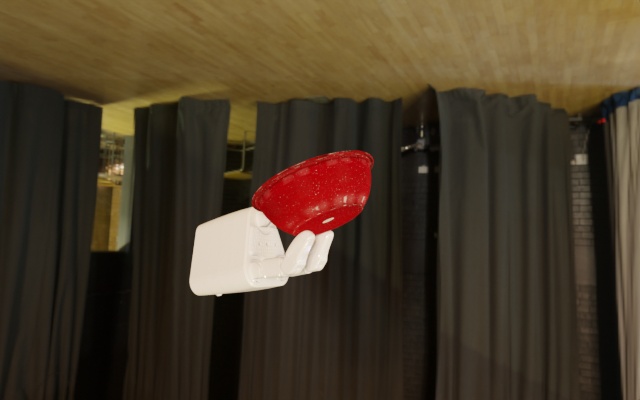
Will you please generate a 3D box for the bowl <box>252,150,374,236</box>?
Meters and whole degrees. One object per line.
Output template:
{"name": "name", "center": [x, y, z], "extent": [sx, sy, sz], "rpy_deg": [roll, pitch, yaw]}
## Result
{"name": "bowl", "center": [0.001, 0.002, 0.590], "extent": [0.162, 0.055, 0.162], "rpy_deg": [-20, -18, -6]}
